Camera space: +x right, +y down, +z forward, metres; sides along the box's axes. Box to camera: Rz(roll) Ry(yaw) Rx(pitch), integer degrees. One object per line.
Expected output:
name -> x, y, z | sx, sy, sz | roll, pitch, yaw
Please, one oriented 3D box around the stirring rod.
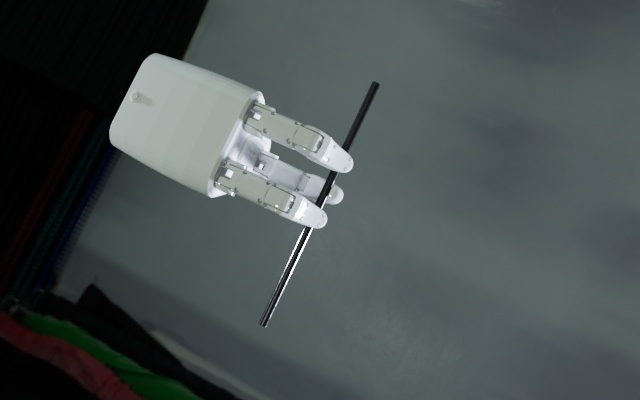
stirring rod -> 0.000, 0.001, 0.429 | 0.011, 0.239, 0.011 | 25, -4, 2
